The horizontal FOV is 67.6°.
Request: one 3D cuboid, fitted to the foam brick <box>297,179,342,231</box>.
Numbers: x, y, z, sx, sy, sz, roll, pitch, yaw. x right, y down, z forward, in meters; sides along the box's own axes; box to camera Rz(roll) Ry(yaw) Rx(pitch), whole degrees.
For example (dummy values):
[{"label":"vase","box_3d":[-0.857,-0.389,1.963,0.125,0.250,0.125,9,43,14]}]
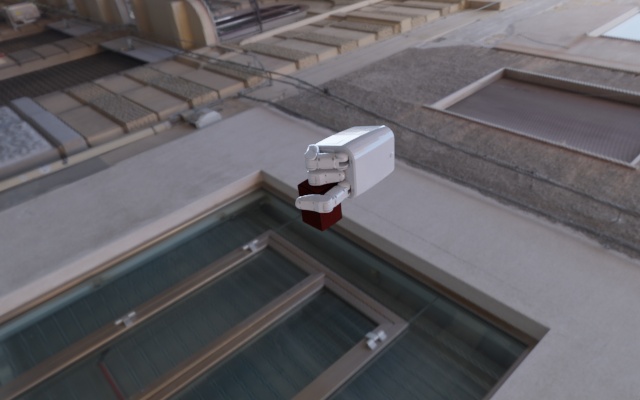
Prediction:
[{"label":"foam brick","box_3d":[0.000,0.003,0.817,0.051,0.078,0.053,-32,42,-33]}]
